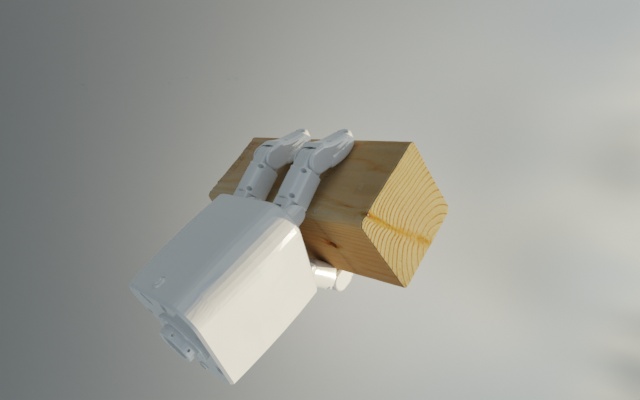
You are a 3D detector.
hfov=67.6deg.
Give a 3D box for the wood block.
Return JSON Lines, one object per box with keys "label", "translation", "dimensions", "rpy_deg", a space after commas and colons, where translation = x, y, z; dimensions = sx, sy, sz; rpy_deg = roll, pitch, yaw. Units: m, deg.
{"label": "wood block", "translation": [0.000, 0.002, 0.458], "dimensions": [0.206, 0.090, 0.091], "rpy_deg": [9, -33, 44]}
